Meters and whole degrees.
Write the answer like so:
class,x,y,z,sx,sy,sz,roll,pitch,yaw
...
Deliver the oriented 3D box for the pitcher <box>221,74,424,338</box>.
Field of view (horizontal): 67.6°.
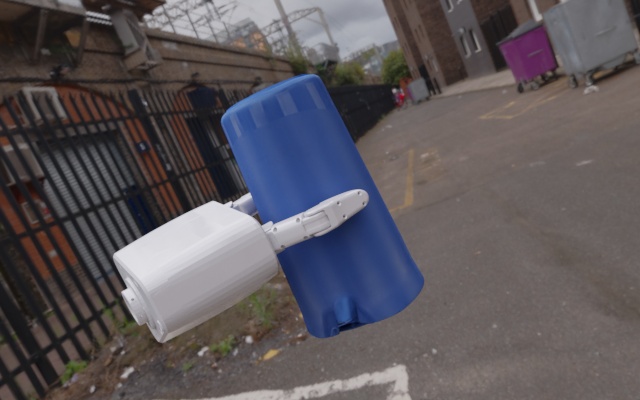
class,x,y,z,sx,sy,sz,roll,pitch,yaw
pitcher,0.000,0.002,0.495,0.145,0.243,0.149,-29,9,-27
